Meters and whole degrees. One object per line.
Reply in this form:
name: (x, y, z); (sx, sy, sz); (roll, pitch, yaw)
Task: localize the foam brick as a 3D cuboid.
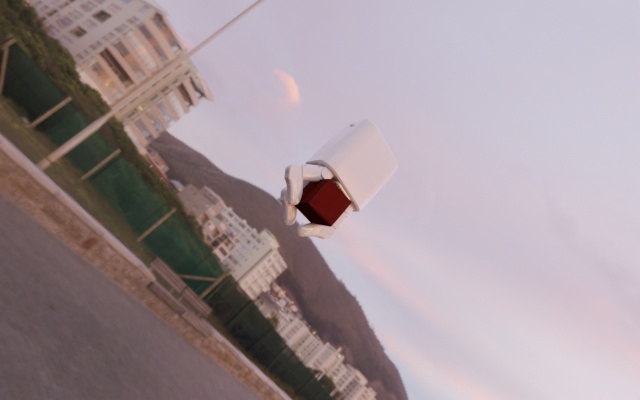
foam brick: (0.000, 0.003, 0.727); (0.053, 0.051, 0.078); (47, -15, -17)
